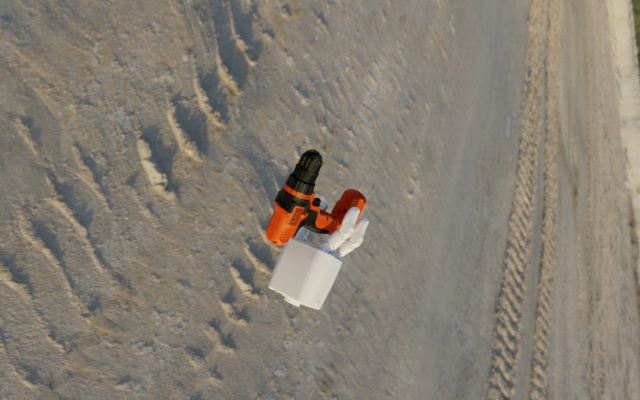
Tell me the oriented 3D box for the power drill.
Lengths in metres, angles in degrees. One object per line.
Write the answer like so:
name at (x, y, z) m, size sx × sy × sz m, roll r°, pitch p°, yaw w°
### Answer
power drill at (0.000, 0.003, 0.893) m, size 0.188 × 0.184 × 0.057 m, roll 11°, pitch 22°, yaw -44°
